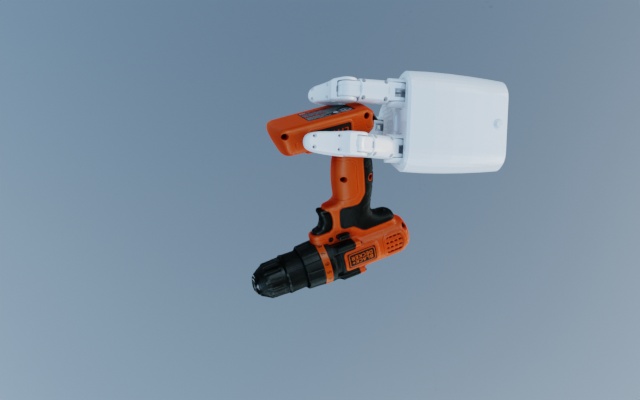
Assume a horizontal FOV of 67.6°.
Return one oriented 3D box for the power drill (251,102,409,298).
[{"bbox_3d":[0.000,0.001,0.502,0.184,0.188,0.057,-20,27,-17],"label":"power drill"}]
